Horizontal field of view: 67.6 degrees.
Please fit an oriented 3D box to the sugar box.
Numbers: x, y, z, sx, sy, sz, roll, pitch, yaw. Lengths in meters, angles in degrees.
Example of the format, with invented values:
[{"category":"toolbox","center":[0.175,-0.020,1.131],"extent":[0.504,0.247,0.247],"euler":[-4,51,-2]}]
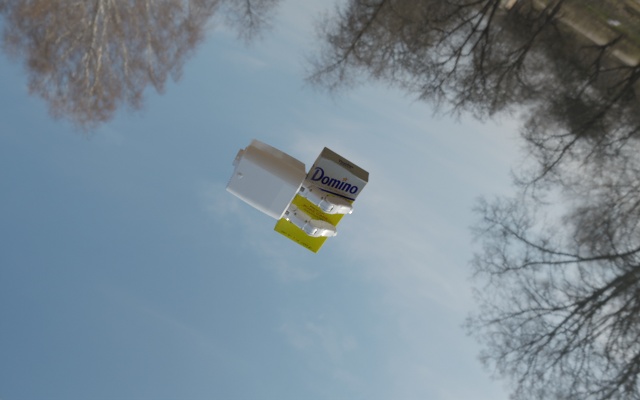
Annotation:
[{"category":"sugar box","center":[0.000,0.003,0.838],"extent":[0.093,0.176,0.048],"euler":[29,30,-8]}]
